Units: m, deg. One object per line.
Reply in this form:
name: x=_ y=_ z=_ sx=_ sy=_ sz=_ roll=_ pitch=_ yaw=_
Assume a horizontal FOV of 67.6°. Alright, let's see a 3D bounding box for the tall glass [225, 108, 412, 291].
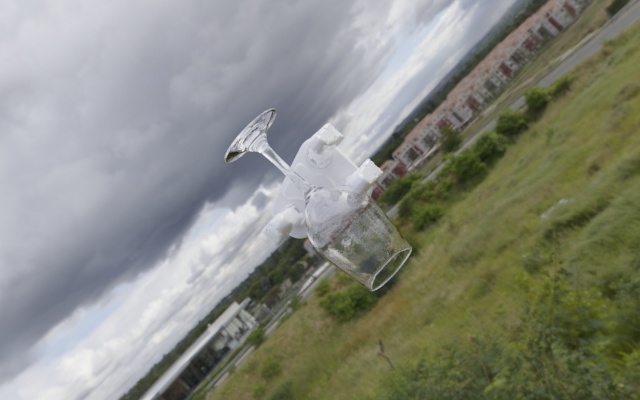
tall glass: x=0.000 y=0.001 z=0.489 sx=0.201 sy=0.079 sz=0.079 roll=44 pitch=1 yaw=1
